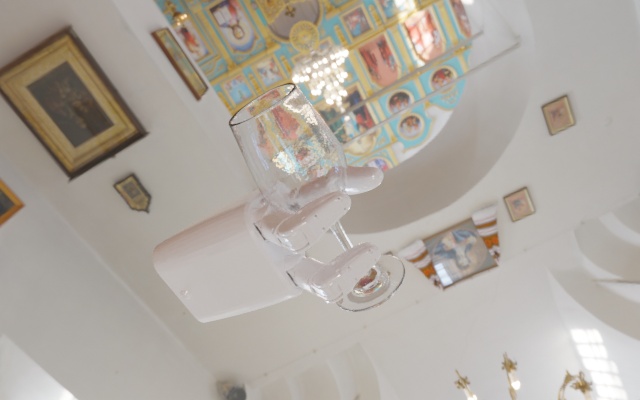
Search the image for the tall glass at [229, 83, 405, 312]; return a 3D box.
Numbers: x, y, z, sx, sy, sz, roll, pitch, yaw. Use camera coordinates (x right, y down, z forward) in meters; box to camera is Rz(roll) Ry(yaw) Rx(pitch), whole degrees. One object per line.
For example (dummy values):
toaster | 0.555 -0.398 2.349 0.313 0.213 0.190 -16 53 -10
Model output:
tall glass | 0.001 0.002 0.416 0.079 0.201 0.079 -25 25 13
